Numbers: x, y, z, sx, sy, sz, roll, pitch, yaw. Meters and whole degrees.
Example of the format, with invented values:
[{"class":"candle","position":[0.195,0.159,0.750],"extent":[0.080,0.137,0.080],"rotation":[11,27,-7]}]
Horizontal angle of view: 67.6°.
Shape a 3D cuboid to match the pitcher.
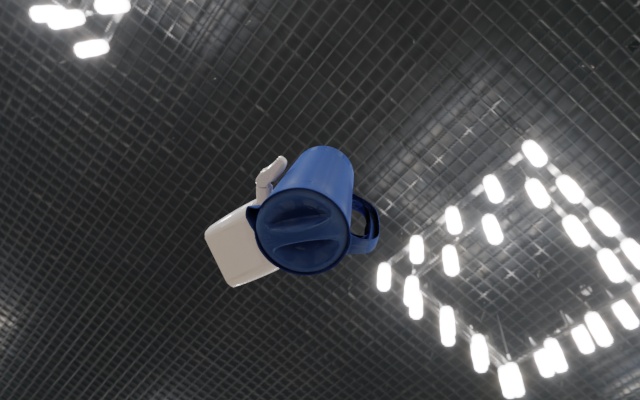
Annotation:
[{"class":"pitcher","position":[0.000,0.002,0.744],"extent":[0.145,0.149,0.242],"rotation":[-29,16,20]}]
